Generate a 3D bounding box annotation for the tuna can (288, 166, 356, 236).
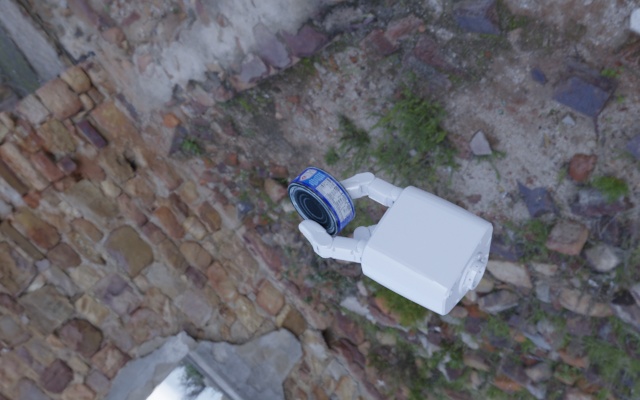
[{"bbox_3d":[0.000,0.002,0.588,0.033,0.086,0.086,-43,21,-24],"label":"tuna can"}]
